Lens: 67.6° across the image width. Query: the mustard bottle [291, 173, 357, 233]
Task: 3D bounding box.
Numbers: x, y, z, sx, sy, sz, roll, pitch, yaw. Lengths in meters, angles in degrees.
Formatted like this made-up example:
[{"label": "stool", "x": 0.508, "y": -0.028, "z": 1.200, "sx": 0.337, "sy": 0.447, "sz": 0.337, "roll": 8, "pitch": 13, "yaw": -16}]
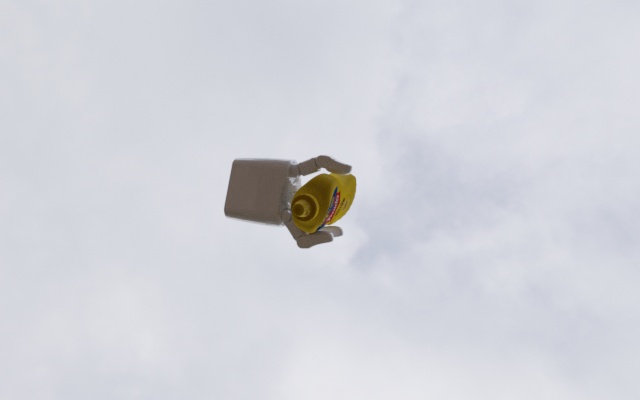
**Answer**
[{"label": "mustard bottle", "x": 0.001, "y": 0.003, "z": 0.757, "sx": 0.058, "sy": 0.096, "sz": 0.191, "roll": 30, "pitch": 15, "yaw": 15}]
